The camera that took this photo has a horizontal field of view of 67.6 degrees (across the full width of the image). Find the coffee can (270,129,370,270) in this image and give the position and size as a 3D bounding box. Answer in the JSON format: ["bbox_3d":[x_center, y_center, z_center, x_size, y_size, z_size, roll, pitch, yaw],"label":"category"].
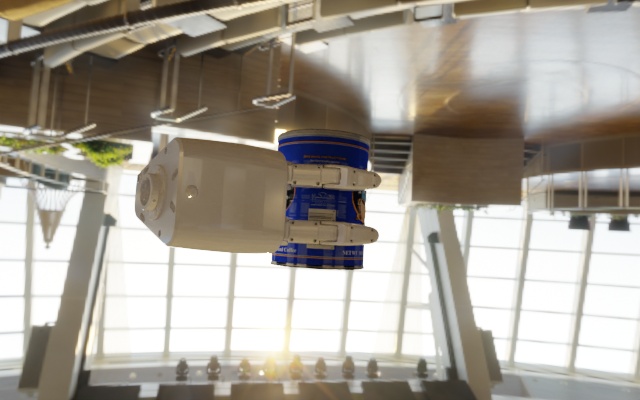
[{"bbox_3d":[0.000,0.002,0.523,0.103,0.140,0.103,3,-4,0],"label":"coffee can"}]
